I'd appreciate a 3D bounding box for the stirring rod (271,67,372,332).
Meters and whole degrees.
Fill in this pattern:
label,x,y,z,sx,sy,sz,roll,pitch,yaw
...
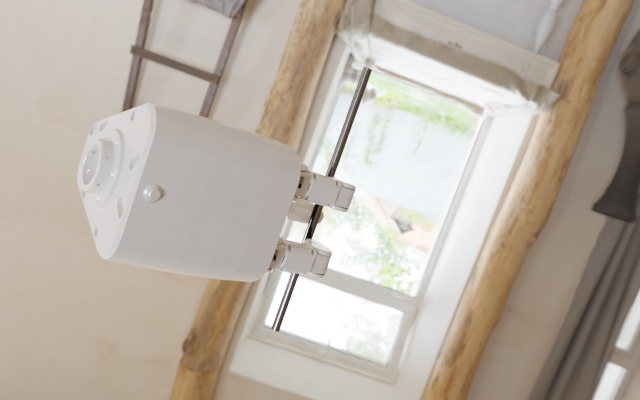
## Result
label,x,y,z,sx,sy,sz,roll,pitch,yaw
stirring rod,0.000,0.001,0.414,0.011,0.239,0.011,19,4,-2
